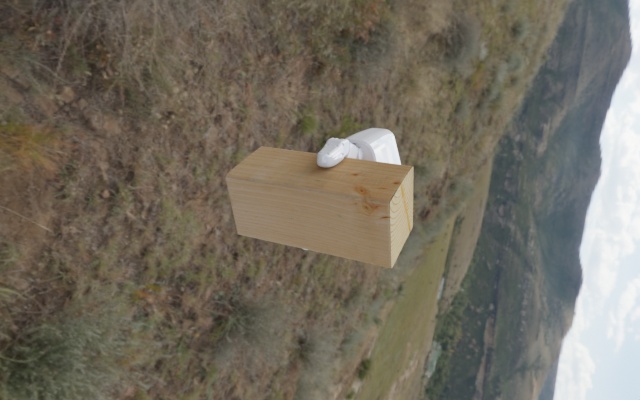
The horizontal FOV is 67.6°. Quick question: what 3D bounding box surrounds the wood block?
[{"bbox_3d":[0.000,0.001,0.582,0.206,0.091,0.090,9,34,24],"label":"wood block"}]
